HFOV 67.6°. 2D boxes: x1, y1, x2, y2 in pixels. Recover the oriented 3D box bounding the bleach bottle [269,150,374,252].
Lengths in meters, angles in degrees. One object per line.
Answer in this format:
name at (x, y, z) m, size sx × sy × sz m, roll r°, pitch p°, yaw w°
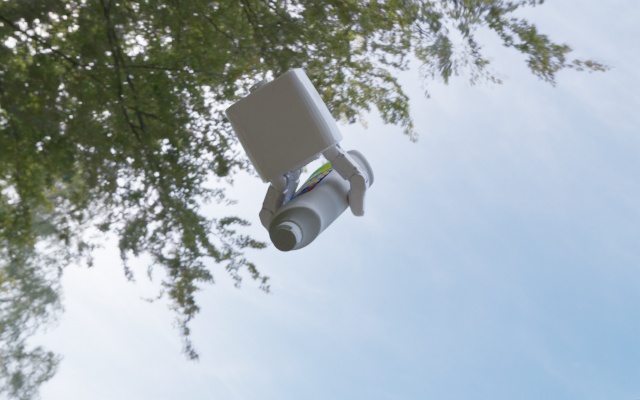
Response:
bleach bottle at (0.000, 0.002, 0.631) m, size 0.102 × 0.068 × 0.250 m, roll -28°, pitch 8°, yaw 22°
